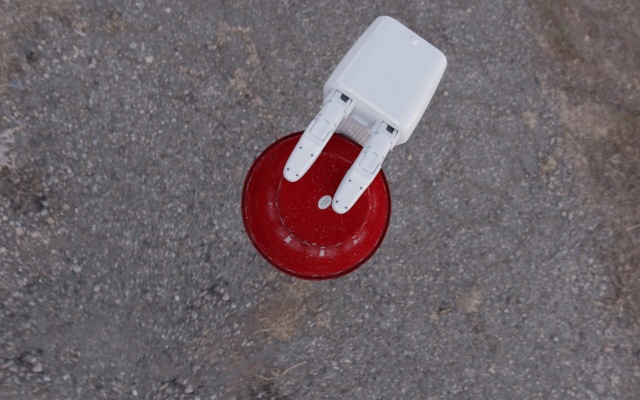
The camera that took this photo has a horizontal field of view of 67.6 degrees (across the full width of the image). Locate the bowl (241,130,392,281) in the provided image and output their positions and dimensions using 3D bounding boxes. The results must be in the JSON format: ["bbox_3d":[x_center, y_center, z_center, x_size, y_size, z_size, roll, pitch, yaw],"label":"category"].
[{"bbox_3d":[0.000,0.003,0.482,0.162,0.162,0.055,0,-5,-7],"label":"bowl"}]
